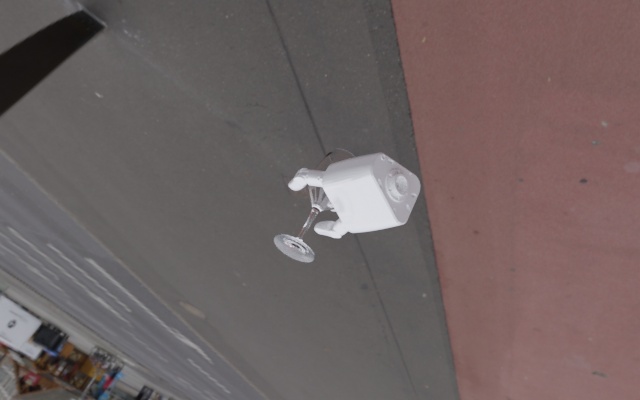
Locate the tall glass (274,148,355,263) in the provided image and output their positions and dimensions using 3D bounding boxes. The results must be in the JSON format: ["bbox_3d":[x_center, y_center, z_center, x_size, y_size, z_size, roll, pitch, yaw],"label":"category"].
[{"bbox_3d":[0.000,0.003,0.812,0.079,0.201,0.079,21,-31,13],"label":"tall glass"}]
